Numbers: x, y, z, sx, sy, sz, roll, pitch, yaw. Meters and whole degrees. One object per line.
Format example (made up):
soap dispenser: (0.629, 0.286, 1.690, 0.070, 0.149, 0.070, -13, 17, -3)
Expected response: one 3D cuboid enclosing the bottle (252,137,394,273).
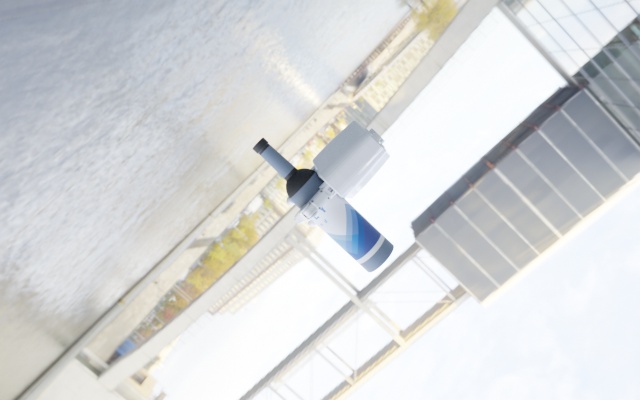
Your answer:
bottle: (0.000, 0.003, 0.825, 0.296, 0.069, 0.069, 43, -7, -7)
